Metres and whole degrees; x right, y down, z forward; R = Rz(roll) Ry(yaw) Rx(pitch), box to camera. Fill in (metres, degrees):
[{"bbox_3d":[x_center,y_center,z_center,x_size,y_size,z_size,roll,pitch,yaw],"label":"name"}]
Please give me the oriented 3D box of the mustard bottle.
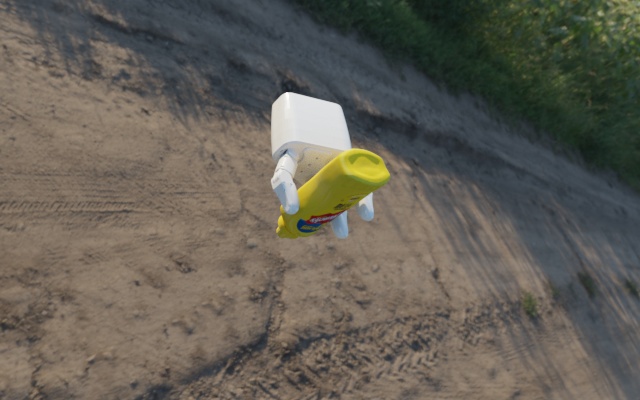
[{"bbox_3d":[0.000,0.002,0.667,0.096,0.058,0.192,-5,-26,-49],"label":"mustard bottle"}]
